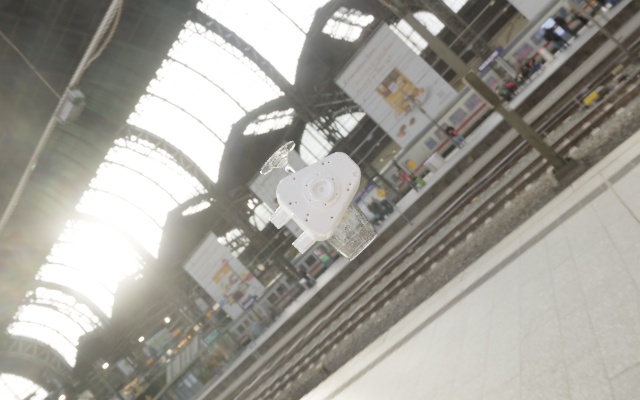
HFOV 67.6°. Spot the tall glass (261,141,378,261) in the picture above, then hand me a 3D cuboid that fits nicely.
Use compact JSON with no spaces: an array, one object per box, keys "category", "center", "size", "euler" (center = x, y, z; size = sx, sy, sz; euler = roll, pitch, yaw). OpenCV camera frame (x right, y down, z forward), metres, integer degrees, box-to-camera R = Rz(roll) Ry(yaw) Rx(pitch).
[{"category":"tall glass","center":[0.000,0.002,0.758],"size":[0.079,0.201,0.079],"euler":[-44,-5,-4]}]
